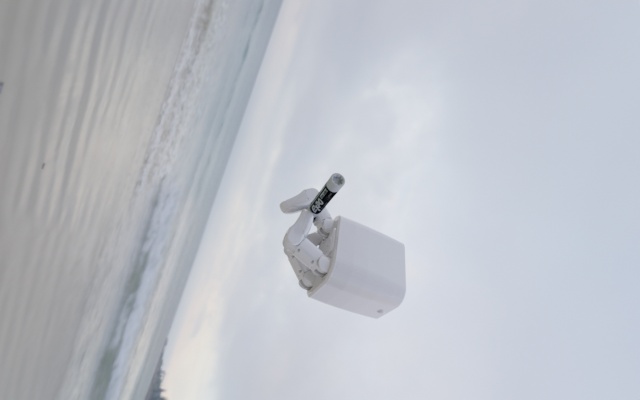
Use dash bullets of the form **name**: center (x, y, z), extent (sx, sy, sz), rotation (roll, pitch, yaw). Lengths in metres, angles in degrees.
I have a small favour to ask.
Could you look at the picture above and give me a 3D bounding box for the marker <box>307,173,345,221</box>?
- **marker**: center (0.000, 0.002, 0.610), extent (0.020, 0.020, 0.121), rotation (0, -26, -23)
